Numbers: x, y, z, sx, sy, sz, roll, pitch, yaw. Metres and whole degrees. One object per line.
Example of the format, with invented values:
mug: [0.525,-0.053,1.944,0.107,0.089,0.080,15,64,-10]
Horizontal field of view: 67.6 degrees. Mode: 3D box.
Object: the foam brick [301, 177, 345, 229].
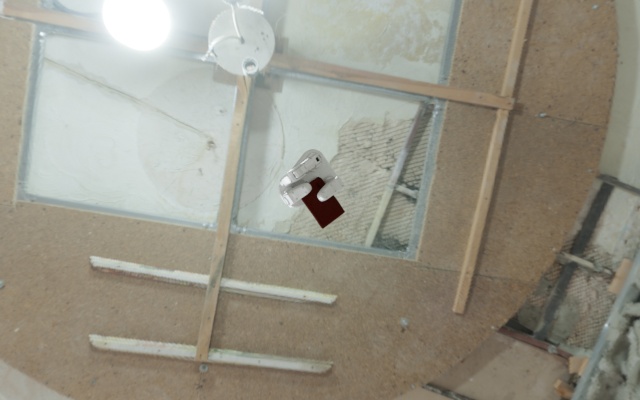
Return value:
foam brick: [0.000,0.003,0.867,0.053,0.078,0.051,-35,7,-2]
